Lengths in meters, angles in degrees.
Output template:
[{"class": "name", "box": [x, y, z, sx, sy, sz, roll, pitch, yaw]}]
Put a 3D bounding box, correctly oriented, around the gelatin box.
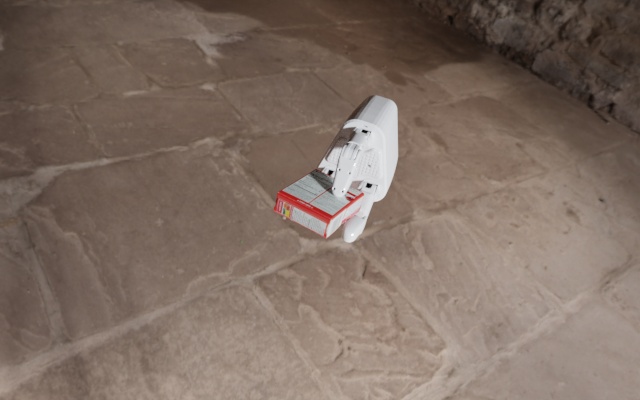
[{"class": "gelatin box", "box": [0.000, 0.002, 0.565, 0.073, 0.030, 0.089, 27, 32, 20]}]
